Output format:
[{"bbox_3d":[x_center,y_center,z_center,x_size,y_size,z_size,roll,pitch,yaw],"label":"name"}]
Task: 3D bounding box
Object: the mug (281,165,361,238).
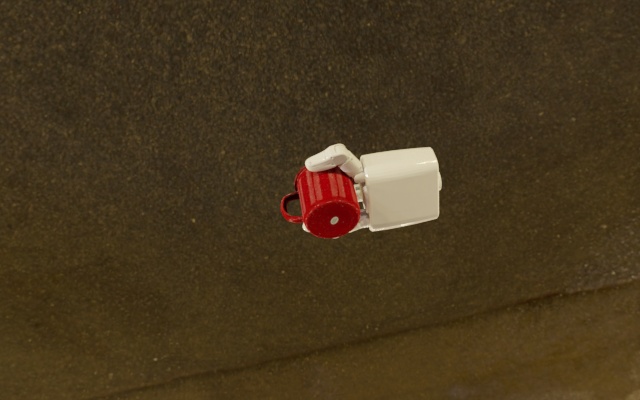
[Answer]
[{"bbox_3d":[-0.001,0.003,0.691,0.117,0.093,0.081,-11,45,0],"label":"mug"}]
